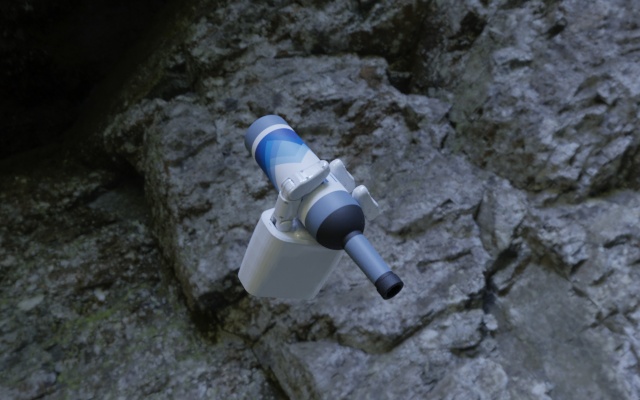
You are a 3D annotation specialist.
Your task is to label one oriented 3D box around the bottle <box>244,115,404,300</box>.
[{"bbox_3d":[0.000,0.002,0.582,0.069,0.069,0.295,0,39,-42],"label":"bottle"}]
